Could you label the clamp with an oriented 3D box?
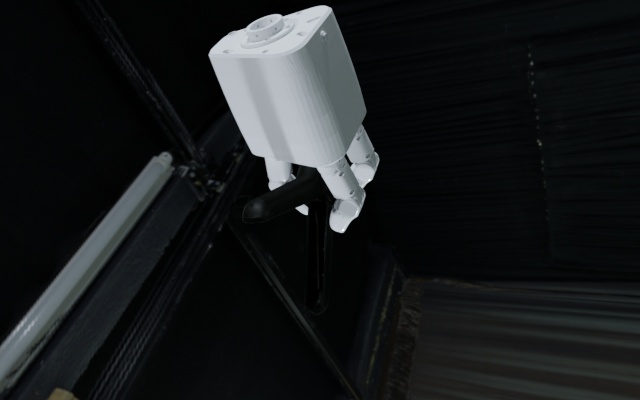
[{"bbox_3d":[-0.001,0.001,0.500,0.036,0.165,0.209,2,43,26],"label":"clamp"}]
